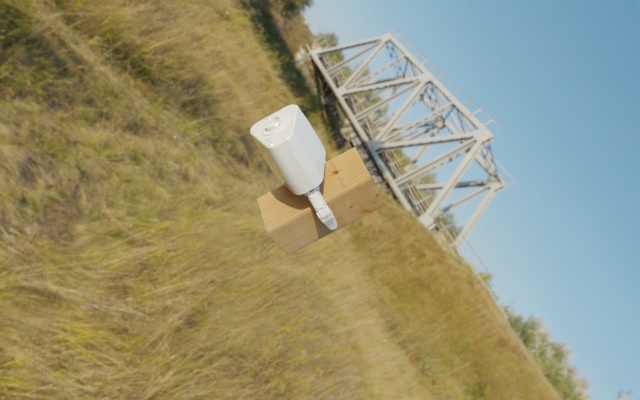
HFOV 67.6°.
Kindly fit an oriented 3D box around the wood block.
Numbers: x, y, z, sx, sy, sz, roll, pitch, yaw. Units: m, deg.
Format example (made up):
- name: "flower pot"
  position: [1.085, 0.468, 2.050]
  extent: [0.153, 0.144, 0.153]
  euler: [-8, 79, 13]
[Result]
- name: "wood block"
  position: [0.000, 0.003, 0.882]
  extent: [0.206, 0.090, 0.090]
  euler: [-28, -42, 6]
